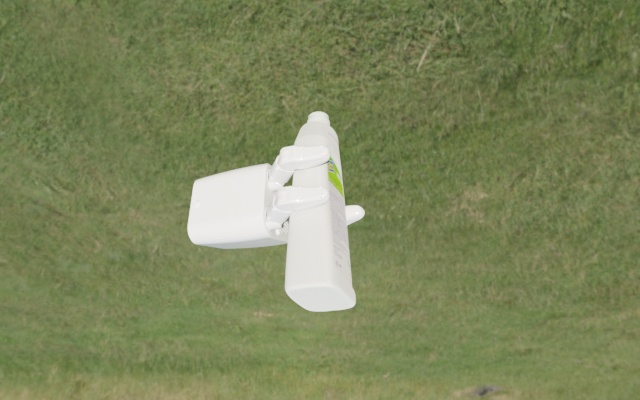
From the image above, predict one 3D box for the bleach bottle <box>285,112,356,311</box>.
[{"bbox_3d":[0.000,0.002,0.596,0.068,0.250,0.103,-9,-30,16],"label":"bleach bottle"}]
